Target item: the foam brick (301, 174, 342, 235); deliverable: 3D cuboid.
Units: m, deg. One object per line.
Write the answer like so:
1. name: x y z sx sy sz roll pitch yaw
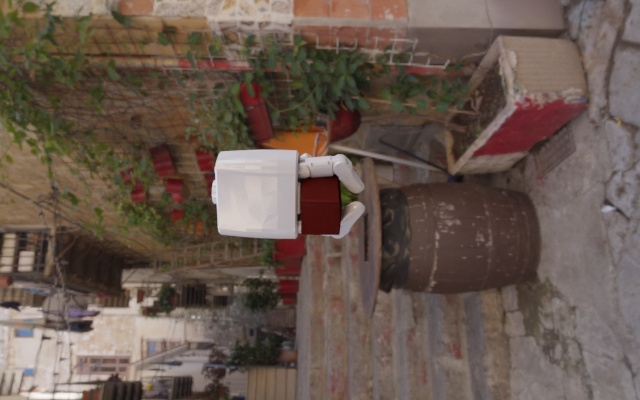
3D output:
1. foam brick: 0.000 0.002 0.626 0.051 0.053 0.078 1 35 -1
